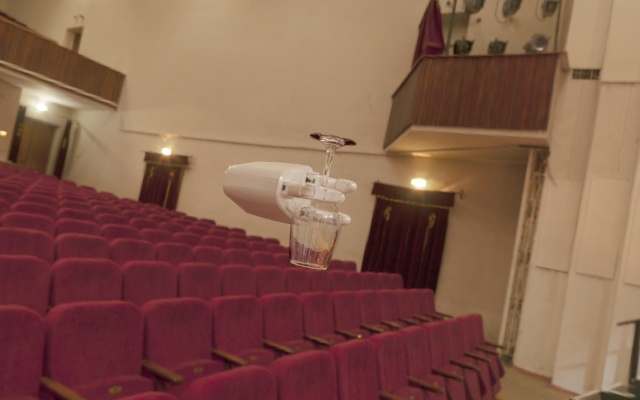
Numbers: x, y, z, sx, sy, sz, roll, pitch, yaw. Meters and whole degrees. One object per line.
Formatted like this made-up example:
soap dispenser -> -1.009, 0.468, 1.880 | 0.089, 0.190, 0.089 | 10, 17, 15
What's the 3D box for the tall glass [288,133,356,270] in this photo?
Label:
tall glass -> 0.000, 0.002, 0.735 | 0.079, 0.201, 0.079 | 11, -4, 1
